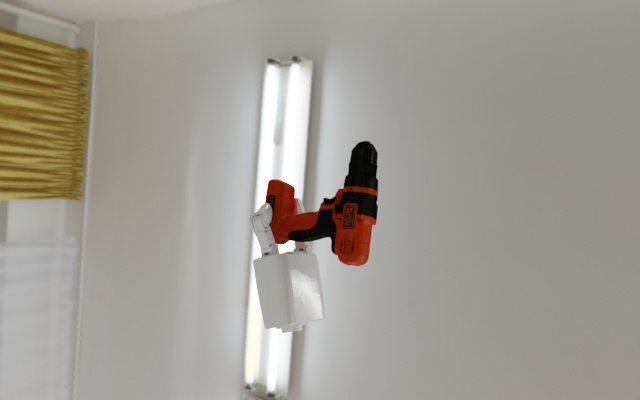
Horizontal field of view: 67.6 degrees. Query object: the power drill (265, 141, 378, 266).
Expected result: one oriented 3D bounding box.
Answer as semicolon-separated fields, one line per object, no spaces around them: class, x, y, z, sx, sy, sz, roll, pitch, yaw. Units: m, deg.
power drill;0.000;0.003;0.733;0.187;0.184;0.057;0;-14;36
